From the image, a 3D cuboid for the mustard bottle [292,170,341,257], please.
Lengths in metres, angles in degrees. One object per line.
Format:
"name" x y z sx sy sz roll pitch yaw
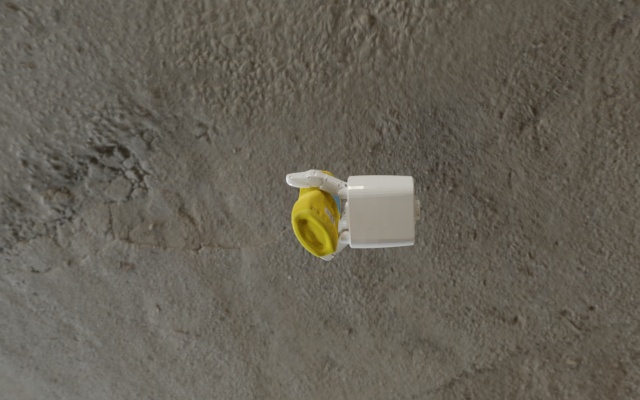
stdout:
"mustard bottle" 0.000 0.003 0.816 0.058 0.096 0.191 -23 27 20
